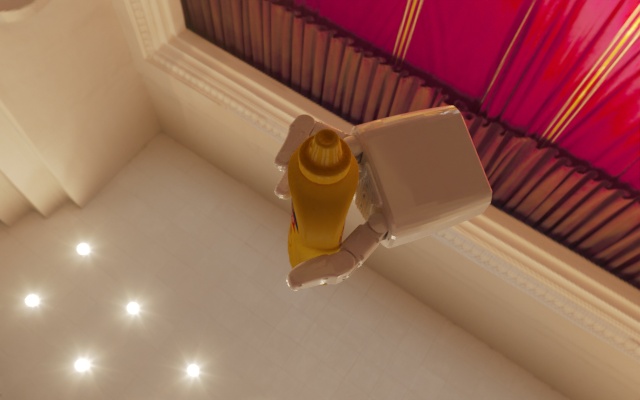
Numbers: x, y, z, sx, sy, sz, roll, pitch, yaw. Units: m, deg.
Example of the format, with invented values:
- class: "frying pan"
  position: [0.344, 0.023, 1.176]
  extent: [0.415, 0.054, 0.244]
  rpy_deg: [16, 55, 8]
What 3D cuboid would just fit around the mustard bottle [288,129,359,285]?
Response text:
- class: "mustard bottle"
  position: [0.000, 0.002, 0.428]
  extent: [0.058, 0.096, 0.192]
  rpy_deg: [5, -29, -1]
